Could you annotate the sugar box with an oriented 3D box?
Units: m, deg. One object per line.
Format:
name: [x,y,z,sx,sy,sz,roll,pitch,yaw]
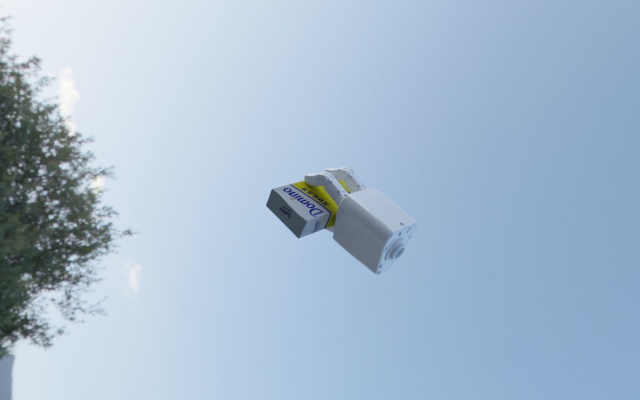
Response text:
sugar box: [0.000,0.002,0.850,0.093,0.048,0.176,42,36,26]
